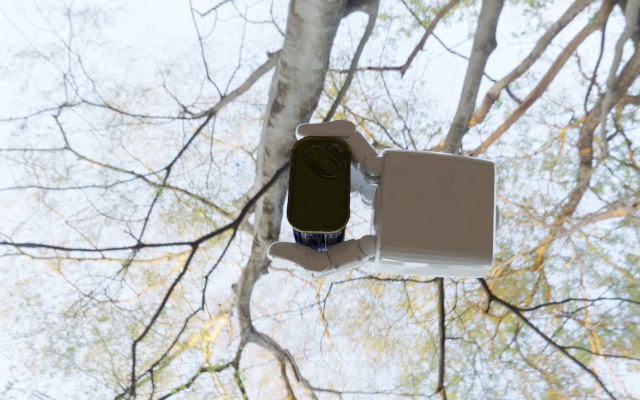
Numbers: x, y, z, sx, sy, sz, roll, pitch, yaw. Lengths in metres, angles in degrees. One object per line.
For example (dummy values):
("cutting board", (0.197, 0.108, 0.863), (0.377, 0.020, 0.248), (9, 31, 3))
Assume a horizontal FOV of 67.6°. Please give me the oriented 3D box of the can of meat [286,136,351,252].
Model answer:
("can of meat", (0.000, 0.002, 0.473), (0.057, 0.102, 0.084), (1, -28, 2))
